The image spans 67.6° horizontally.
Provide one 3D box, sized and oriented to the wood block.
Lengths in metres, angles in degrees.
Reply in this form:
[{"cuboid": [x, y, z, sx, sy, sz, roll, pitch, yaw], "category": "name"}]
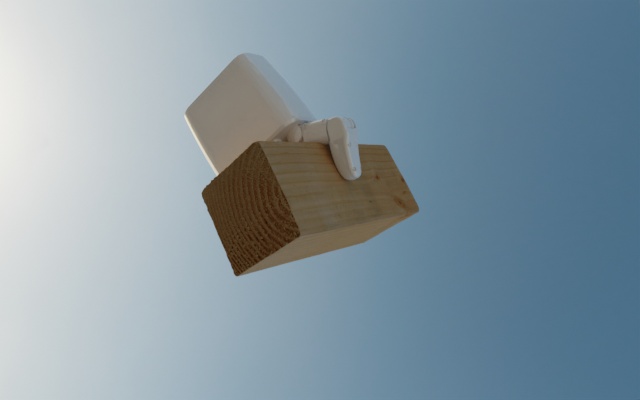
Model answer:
[{"cuboid": [0.000, 0.001, 0.483, 0.091, 0.090, 0.206, -35, -17, 35], "category": "wood block"}]
